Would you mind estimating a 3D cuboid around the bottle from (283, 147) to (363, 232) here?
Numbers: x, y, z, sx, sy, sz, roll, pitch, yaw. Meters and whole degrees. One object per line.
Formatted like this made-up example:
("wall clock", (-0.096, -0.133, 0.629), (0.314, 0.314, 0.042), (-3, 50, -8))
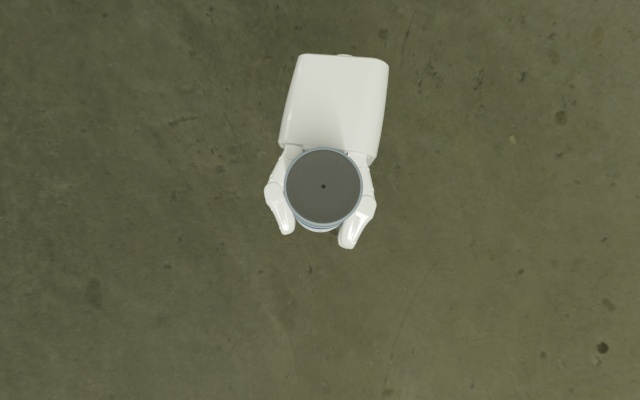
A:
("bottle", (0.000, 0.002, 0.540), (0.069, 0.069, 0.296), (0, -5, -1))
